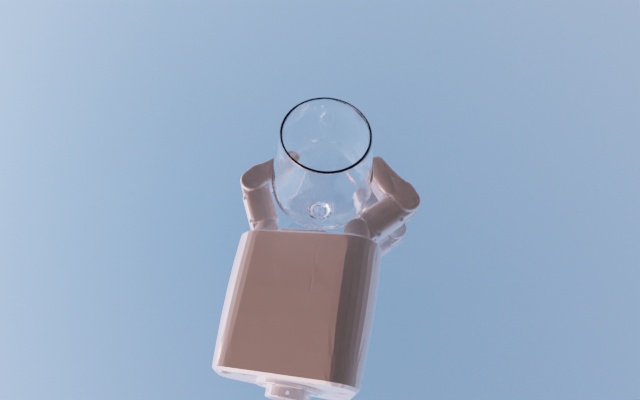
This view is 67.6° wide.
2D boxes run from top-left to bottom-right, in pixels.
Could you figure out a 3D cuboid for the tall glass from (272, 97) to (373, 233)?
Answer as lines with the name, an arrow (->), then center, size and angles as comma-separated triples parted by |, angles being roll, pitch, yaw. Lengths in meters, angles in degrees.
tall glass -> 0.000, 0.001, 0.404 | 0.079, 0.079, 0.201 | 0, -28, -2
